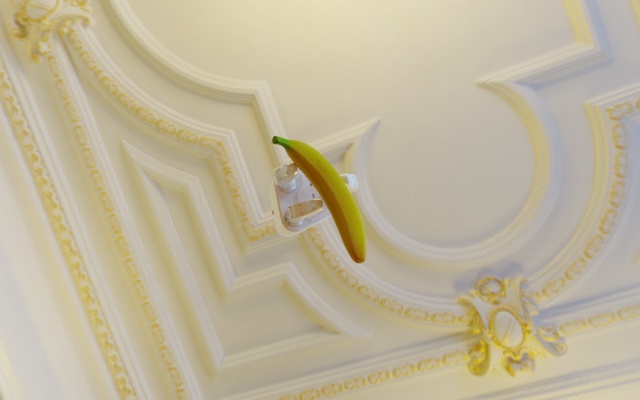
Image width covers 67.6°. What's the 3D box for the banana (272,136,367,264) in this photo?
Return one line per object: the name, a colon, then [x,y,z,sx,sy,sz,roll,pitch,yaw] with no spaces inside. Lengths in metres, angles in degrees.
banana: [0.009,-0.008,0.637,0.069,0.198,0.037,-33,-5,-45]
